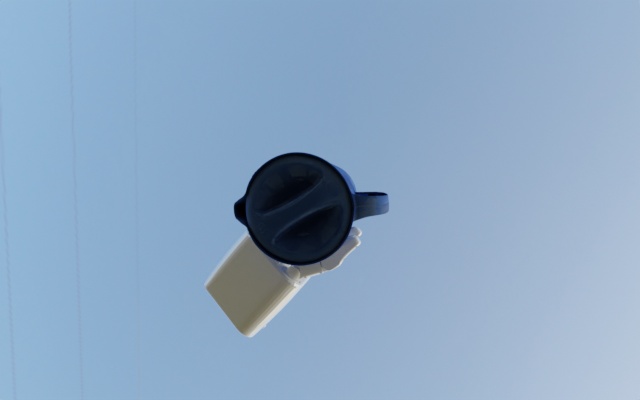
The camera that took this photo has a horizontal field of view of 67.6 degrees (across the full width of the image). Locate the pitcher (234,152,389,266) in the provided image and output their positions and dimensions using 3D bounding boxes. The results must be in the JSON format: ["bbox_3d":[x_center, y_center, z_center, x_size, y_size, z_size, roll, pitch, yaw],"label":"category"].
[{"bbox_3d":[0.000,0.002,0.666,0.149,0.145,0.243,41,9,3],"label":"pitcher"}]
